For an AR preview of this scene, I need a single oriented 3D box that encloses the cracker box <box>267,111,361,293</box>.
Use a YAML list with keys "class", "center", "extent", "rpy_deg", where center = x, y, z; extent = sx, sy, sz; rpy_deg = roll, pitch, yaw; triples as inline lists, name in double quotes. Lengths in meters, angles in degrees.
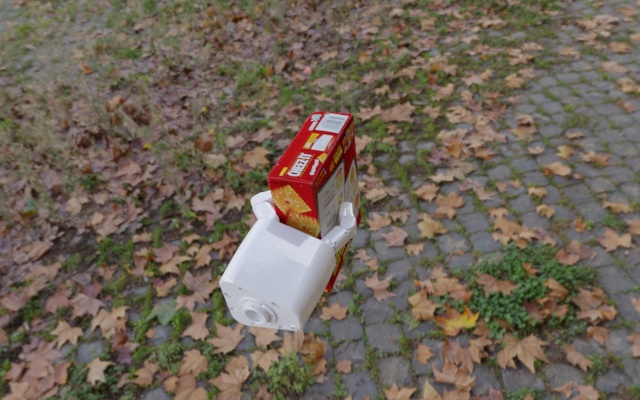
- class: "cracker box"
  center: [0.000, 0.002, 0.702]
  extent: [0.072, 0.214, 0.164]
  rpy_deg: [10, 44, 19]
